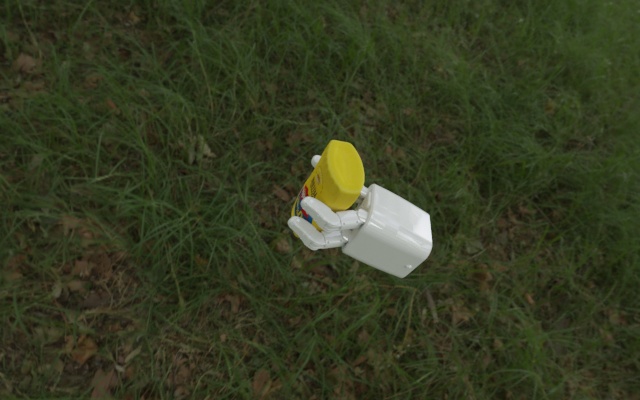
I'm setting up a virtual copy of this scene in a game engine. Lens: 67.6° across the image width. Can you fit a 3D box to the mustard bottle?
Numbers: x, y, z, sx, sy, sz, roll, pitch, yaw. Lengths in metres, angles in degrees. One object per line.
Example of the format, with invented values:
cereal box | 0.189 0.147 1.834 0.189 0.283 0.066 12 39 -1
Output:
mustard bottle | 0.000 0.002 0.731 0.058 0.096 0.192 6 -36 -23
